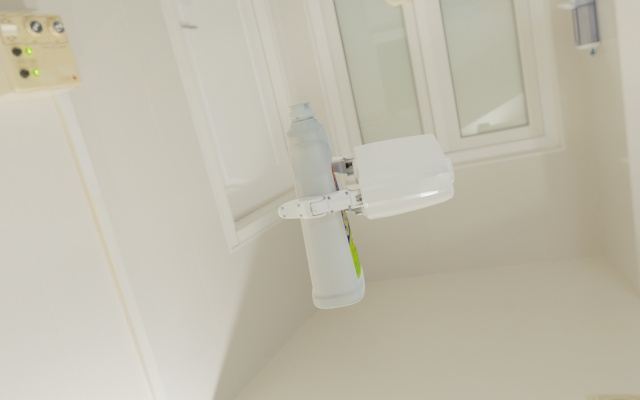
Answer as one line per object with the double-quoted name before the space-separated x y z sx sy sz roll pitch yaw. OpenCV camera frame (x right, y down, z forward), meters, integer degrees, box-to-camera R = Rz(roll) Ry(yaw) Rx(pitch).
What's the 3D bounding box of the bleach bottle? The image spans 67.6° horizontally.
"bleach bottle" 0.000 0.002 0.610 0.068 0.251 0.102 -11 12 8
